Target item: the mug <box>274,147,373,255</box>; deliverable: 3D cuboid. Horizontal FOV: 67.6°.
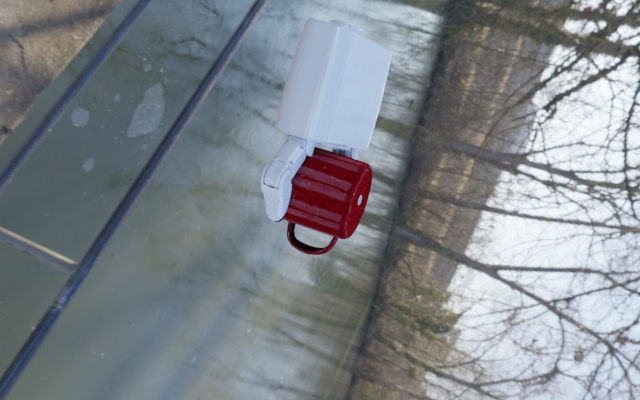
[{"bbox_3d":[0.000,0.003,0.493,0.081,0.117,0.093,18,13,15],"label":"mug"}]
